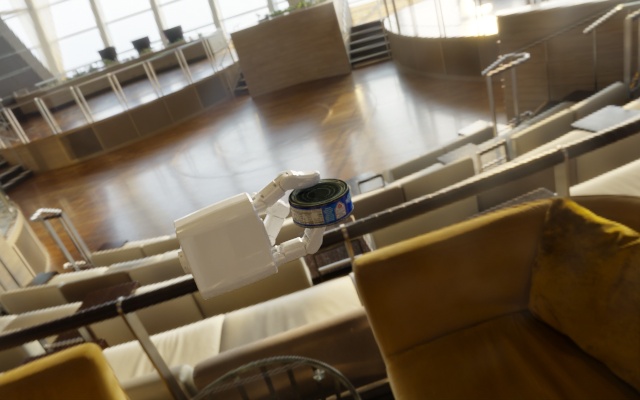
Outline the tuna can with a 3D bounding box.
[{"bbox_3d":[0.000,0.002,0.646,0.086,0.034,0.086,-10,25,5],"label":"tuna can"}]
